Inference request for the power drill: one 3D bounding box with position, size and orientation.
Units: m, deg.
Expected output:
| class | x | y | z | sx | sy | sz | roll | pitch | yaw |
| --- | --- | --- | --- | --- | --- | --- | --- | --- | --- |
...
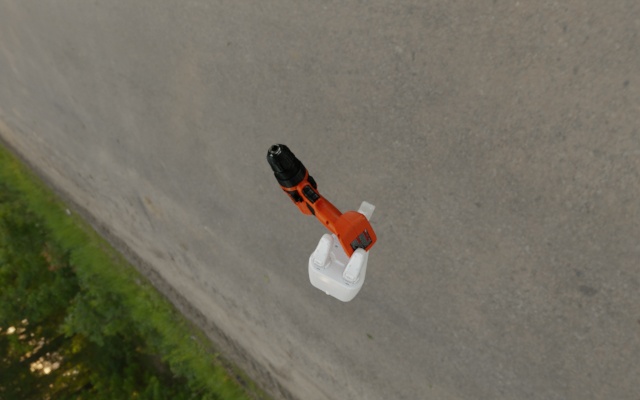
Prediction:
| class | x | y | z | sx | sy | sz | roll | pitch | yaw |
| --- | --- | --- | --- | --- | --- | --- | --- | --- | --- |
| power drill | 0.000 | 0.003 | 0.766 | 0.187 | 0.057 | 0.184 | 43 | -7 | 35 |
